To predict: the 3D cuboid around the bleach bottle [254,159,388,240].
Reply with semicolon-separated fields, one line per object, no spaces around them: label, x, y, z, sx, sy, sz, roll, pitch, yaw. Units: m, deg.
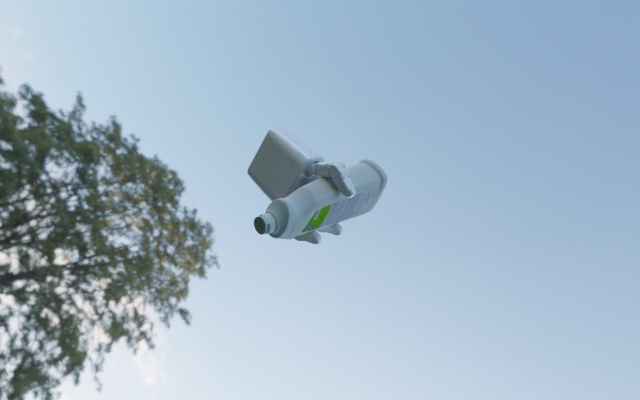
bleach bottle;0.000;0.003;0.785;0.251;0.103;0.068;-18;51;-43
